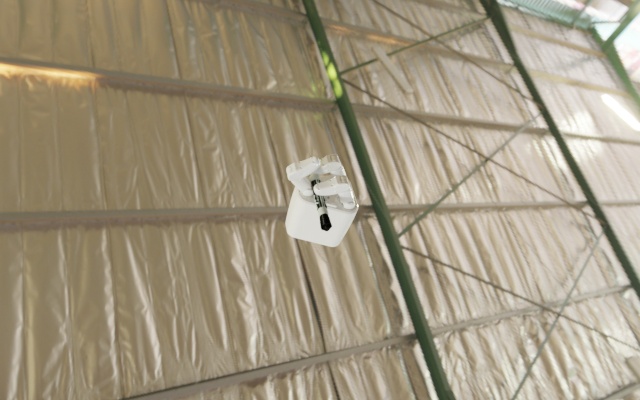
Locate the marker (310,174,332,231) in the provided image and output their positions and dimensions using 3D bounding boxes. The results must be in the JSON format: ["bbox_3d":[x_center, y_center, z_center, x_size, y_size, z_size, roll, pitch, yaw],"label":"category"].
[{"bbox_3d":[0.000,0.003,0.807,0.020,0.121,0.020,-8,-41,-7],"label":"marker"}]
